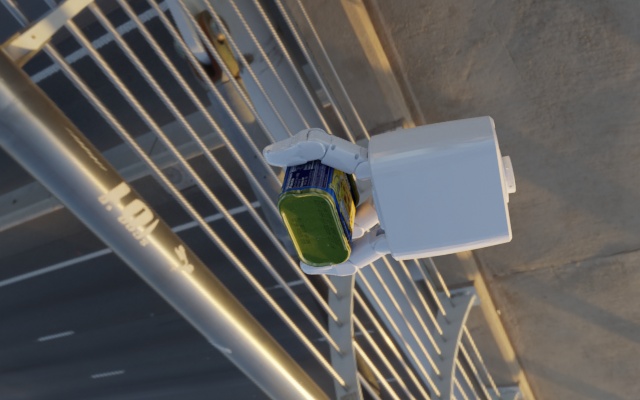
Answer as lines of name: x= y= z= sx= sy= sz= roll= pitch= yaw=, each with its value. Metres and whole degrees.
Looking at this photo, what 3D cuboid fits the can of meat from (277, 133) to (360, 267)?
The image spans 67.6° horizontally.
can of meat: x=0.000 y=0.002 z=0.460 sx=0.057 sy=0.102 sz=0.084 roll=-8 pitch=41 yaw=15
